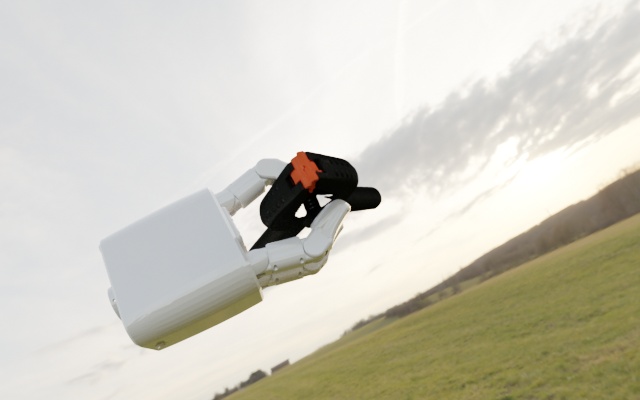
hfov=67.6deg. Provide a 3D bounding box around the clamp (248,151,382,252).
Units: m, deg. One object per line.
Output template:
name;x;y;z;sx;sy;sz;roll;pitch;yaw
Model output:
clamp;0.000;0.001;0.458;0.164;0.036;0.210;-26;-16;-13
